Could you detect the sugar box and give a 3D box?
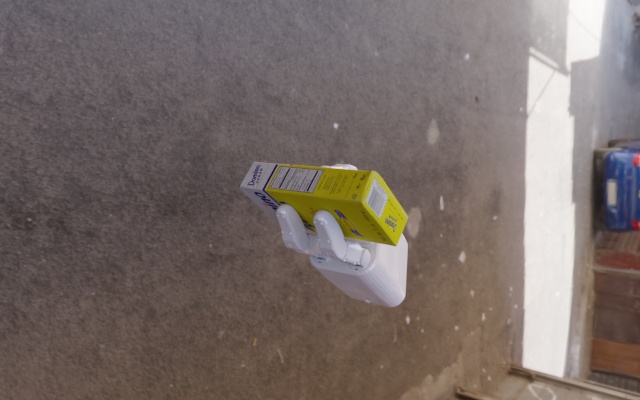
[{"bbox_3d":[0.000,0.002,0.545,0.176,0.048,0.093,4,-31,38],"label":"sugar box"}]
